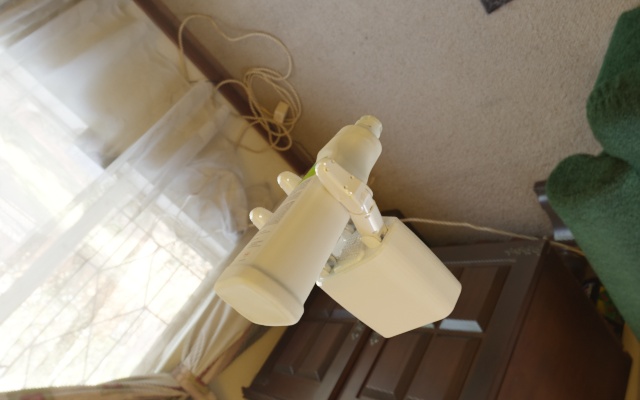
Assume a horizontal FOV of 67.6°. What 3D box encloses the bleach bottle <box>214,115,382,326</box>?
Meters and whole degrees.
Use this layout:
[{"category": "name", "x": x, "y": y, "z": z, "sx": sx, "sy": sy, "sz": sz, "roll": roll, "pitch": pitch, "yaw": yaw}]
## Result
[{"category": "bleach bottle", "x": 0.000, "y": 0.002, "z": 0.475, "sx": 0.068, "sy": 0.250, "sz": 0.102, "roll": 43, "pitch": -30, "yaw": -14}]
